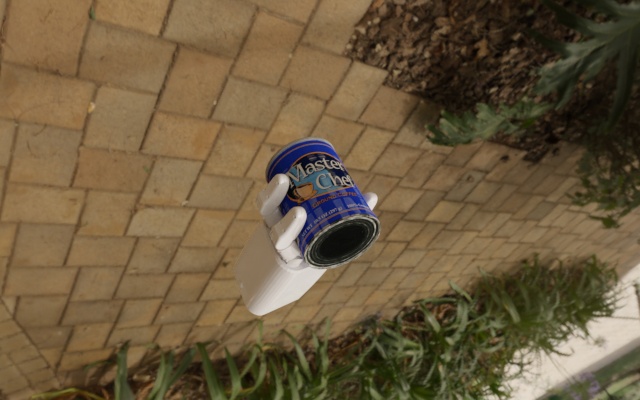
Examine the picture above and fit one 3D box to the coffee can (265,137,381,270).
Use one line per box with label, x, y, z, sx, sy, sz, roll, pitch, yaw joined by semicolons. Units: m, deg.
coffee can;0.000;0.002;0.615;0.103;0.140;0.103;-19;-36;-14
